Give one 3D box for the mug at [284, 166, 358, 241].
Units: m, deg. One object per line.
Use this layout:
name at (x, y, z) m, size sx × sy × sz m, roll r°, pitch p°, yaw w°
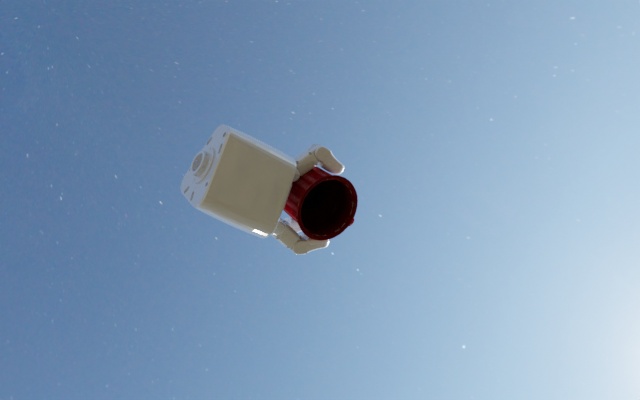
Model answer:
mug at (0.001, 0.003, 0.674) m, size 0.117 × 0.093 × 0.081 m, roll 29°, pitch 4°, yaw -36°
